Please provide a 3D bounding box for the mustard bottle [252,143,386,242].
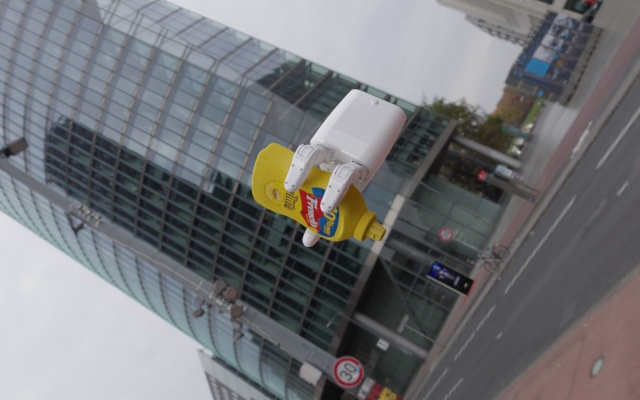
[{"bbox_3d":[0.000,0.002,0.639,0.191,0.096,0.058,27,43,17],"label":"mustard bottle"}]
